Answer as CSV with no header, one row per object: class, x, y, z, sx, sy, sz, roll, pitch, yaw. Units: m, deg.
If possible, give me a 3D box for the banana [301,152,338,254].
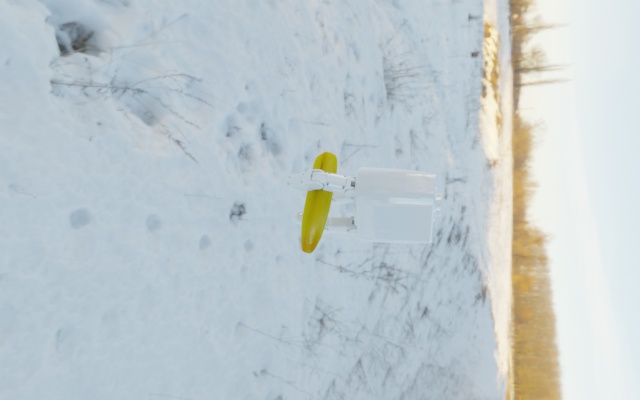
banana,0.001,-0.014,0.696,0.037,0.070,0.197,7,42,4
